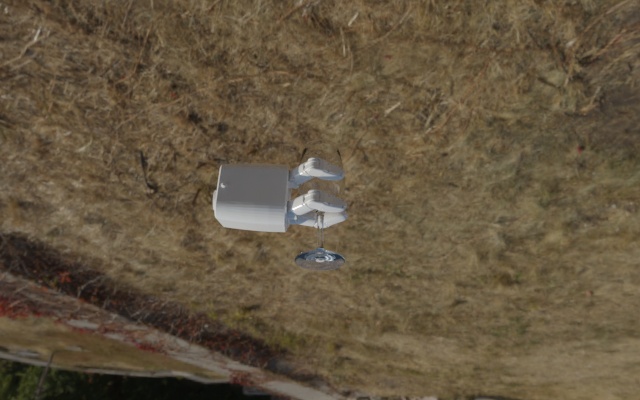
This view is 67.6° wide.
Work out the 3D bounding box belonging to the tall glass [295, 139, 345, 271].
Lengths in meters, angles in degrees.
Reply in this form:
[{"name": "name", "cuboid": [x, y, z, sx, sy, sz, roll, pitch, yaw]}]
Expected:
[{"name": "tall glass", "cuboid": [0.000, 0.003, 0.747, 0.079, 0.201, 0.079, 1, -29, 1]}]
